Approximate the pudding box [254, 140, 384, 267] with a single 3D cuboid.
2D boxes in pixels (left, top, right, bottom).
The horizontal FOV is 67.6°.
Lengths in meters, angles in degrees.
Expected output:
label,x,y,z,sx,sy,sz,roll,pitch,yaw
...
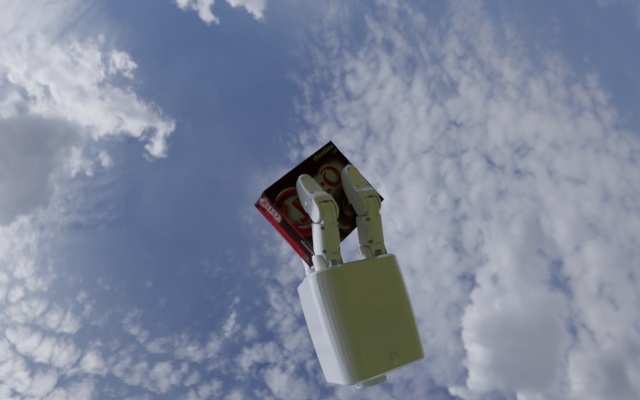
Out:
label,x,y,z,sx,sy,sz,roll,pitch,yaw
pudding box,0.000,0.002,0.509,0.113,0.090,0.039,-41,-1,-36
